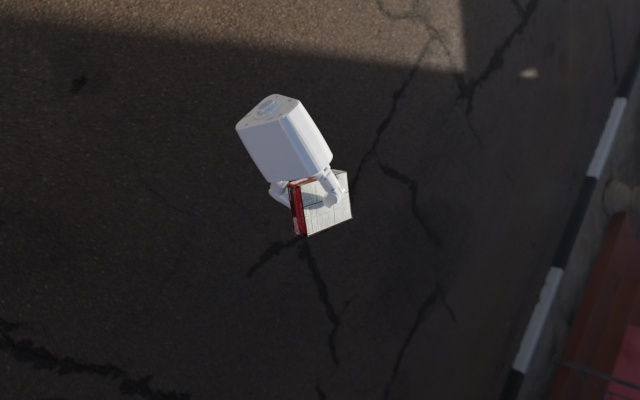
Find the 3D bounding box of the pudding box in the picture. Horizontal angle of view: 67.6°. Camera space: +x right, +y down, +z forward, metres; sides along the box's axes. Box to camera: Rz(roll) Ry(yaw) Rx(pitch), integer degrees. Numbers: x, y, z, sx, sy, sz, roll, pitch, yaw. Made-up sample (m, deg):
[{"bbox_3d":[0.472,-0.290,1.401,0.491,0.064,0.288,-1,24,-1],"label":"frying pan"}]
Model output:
[{"bbox_3d":[0.000,0.003,0.811,0.113,0.090,0.039,-19,19,-39],"label":"pudding box"}]
